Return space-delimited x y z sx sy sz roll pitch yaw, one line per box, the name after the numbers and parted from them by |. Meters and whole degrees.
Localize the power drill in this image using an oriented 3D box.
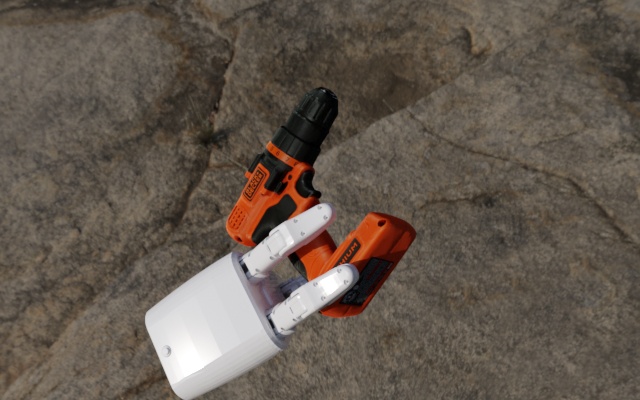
0.000 0.002 0.453 0.057 0.184 0.187 17 20 -46 | power drill
